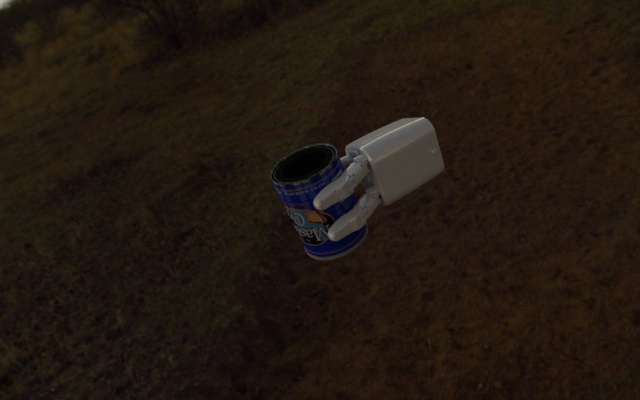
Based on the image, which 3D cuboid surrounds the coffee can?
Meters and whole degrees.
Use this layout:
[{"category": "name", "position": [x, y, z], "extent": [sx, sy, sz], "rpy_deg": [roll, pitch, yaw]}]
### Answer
[{"category": "coffee can", "position": [0.000, 0.002, 0.700], "extent": [0.103, 0.140, 0.102], "rpy_deg": [-17, 31, 11]}]
